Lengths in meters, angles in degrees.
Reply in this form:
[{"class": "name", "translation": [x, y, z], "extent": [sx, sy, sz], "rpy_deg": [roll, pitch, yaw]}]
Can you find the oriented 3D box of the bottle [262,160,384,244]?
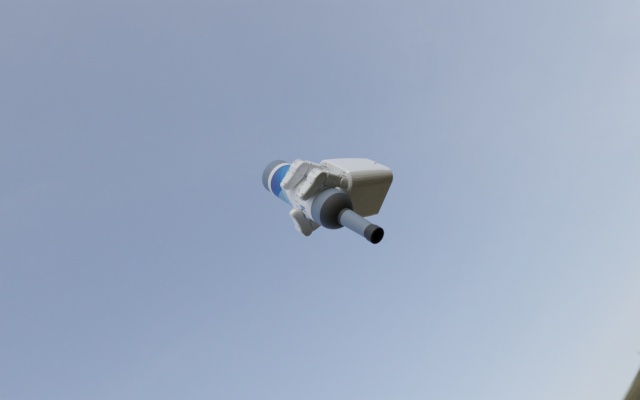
[{"class": "bottle", "translation": [0.000, 0.003, 0.818], "extent": [0.069, 0.069, 0.295], "rpy_deg": [0, 20, -38]}]
